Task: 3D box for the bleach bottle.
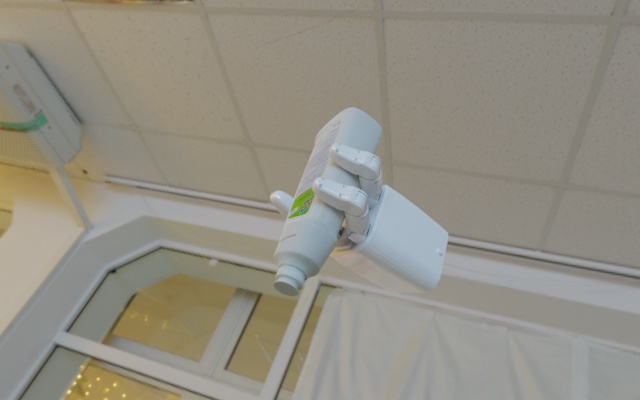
[{"bbox_3d":[0.000,0.002,0.571,0.068,0.250,0.103,34,-38,-14],"label":"bleach bottle"}]
